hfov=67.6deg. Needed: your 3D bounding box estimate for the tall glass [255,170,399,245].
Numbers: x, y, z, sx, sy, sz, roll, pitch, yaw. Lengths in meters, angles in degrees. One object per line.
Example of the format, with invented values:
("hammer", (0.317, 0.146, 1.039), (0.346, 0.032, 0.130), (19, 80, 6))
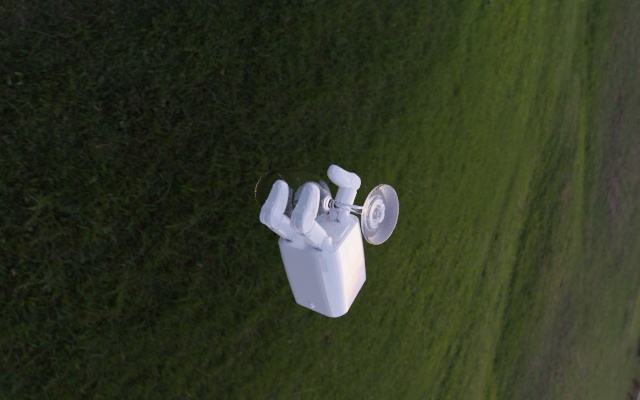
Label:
("tall glass", (0.001, 0.002, 0.640), (0.201, 0.079, 0.079), (12, 8, 41))
